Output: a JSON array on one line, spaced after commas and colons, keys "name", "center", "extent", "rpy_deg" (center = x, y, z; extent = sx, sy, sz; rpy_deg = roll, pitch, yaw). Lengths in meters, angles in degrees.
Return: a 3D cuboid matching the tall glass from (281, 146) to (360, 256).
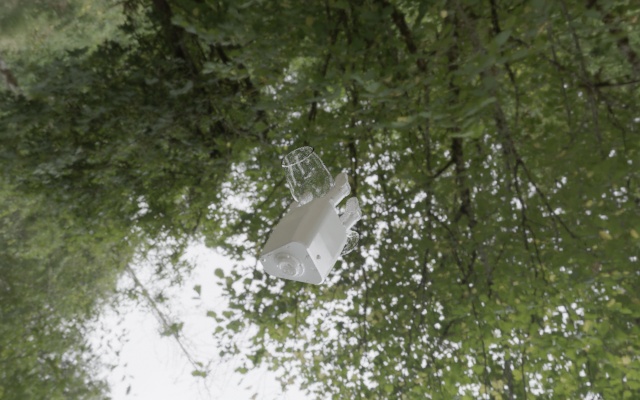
[{"name": "tall glass", "center": [0.000, 0.003, 0.857], "extent": [0.079, 0.201, 0.079], "rpy_deg": [-21, 27, 11]}]
